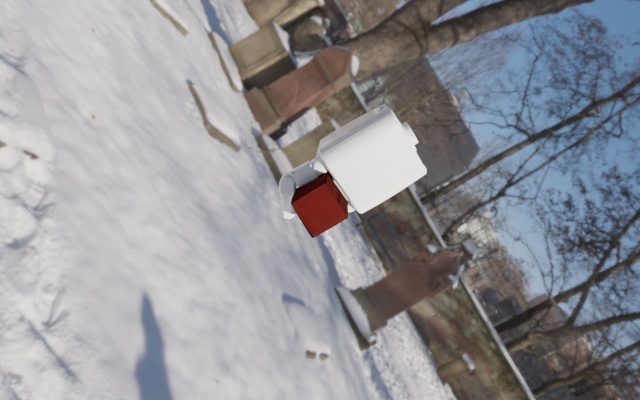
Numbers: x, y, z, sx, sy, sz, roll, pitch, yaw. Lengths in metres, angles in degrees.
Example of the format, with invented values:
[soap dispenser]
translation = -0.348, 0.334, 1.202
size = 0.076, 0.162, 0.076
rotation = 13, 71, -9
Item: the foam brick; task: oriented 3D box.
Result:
[foam brick]
translation = 0.000, 0.002, 0.602
size = 0.051, 0.053, 0.078
rotation = -29, 13, 10
